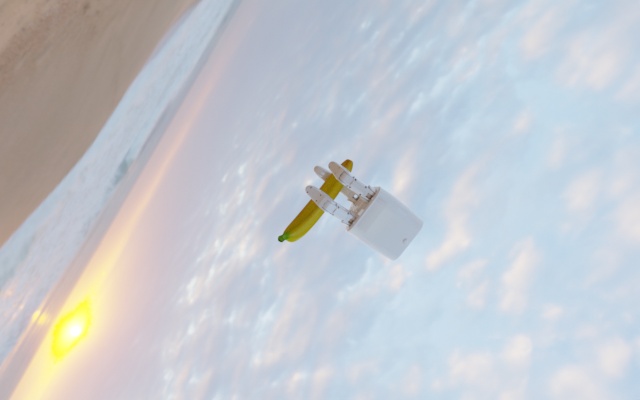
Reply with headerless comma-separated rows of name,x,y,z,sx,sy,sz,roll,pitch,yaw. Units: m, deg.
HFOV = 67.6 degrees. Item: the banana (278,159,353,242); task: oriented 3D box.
banana,-0.005,0.009,0.870,0.037,0.197,0.069,40,-13,0
